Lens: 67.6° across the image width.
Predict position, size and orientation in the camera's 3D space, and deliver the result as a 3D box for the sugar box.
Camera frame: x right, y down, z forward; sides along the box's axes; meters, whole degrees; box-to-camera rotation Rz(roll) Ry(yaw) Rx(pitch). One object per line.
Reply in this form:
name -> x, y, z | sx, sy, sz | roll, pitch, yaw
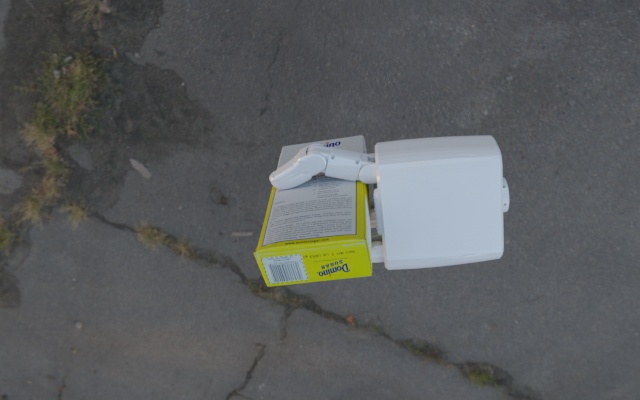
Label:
sugar box -> 0.000, 0.002, 0.454 | 0.093, 0.048, 0.176 | -7, 32, 10
